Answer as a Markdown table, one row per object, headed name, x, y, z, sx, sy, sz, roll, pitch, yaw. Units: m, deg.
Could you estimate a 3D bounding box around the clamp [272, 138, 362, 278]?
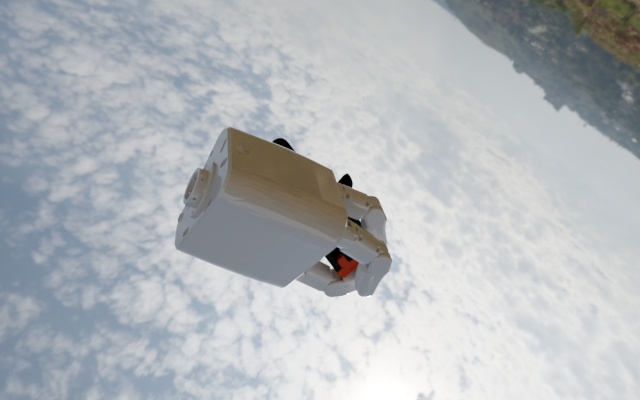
| name | x | y | z | sx | sy | sz | roll | pitch | yaw |
| --- | --- | --- | --- | --- | --- | --- | --- | --- | --- |
| clamp | 0.000 | 0.002 | 0.501 | 0.120 | 0.039 | 0.171 | 24 | 28 | -26 |
